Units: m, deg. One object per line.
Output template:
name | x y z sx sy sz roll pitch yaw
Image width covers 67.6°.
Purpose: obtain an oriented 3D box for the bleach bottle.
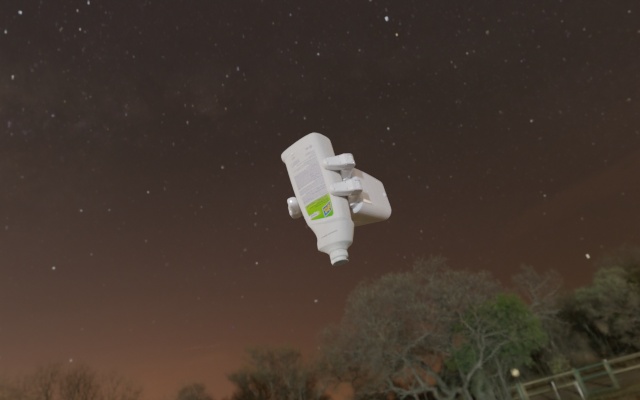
bleach bottle | 0.000 0.003 0.880 0.102 0.250 0.068 -32 -32 31
